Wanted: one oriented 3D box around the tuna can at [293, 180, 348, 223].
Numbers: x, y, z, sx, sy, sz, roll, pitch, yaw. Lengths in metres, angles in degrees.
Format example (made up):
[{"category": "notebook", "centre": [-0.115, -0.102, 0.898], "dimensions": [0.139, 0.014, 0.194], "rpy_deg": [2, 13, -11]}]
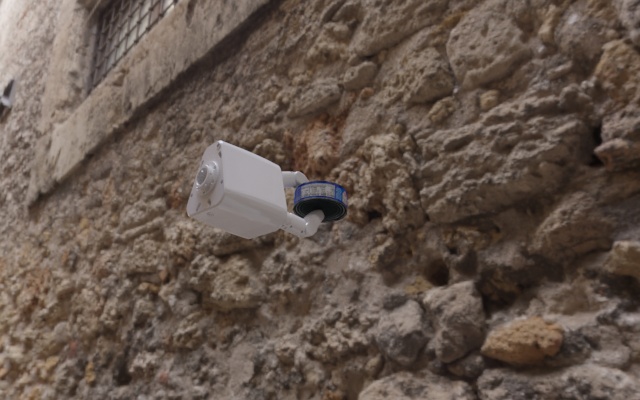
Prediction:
[{"category": "tuna can", "centre": [0.000, 0.002, 0.754], "dimensions": [0.086, 0.033, 0.086], "rpy_deg": [2, -27, 1]}]
